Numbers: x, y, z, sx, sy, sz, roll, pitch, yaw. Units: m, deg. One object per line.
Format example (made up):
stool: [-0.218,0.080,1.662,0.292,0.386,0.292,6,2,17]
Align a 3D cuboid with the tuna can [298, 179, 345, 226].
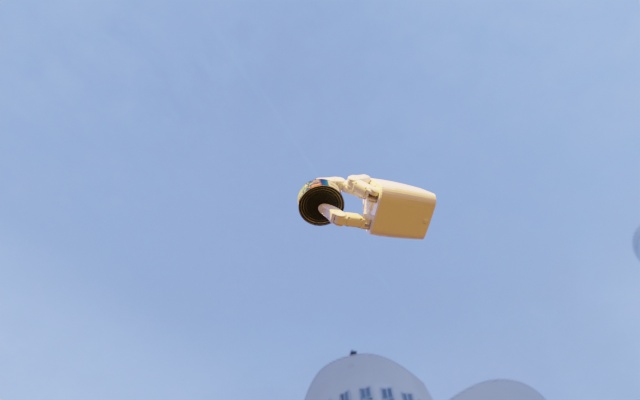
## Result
tuna can: [0.000,0.003,0.891,0.086,0.086,0.033,0,29,-8]
